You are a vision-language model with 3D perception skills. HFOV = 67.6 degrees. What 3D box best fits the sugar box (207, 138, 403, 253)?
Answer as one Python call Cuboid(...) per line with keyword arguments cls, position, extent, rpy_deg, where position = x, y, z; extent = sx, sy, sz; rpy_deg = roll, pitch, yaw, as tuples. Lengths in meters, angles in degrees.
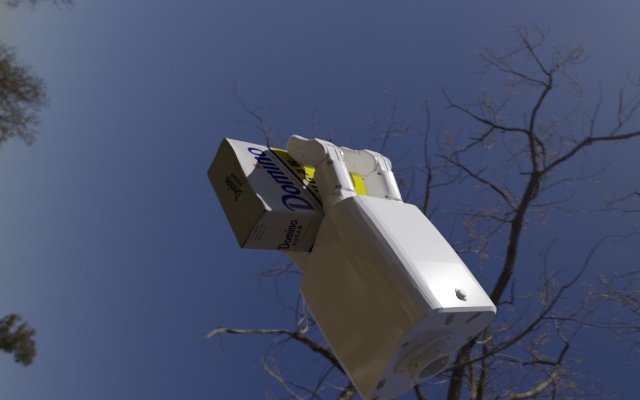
Cuboid(cls="sugar box", position=(0.000, 0.001, 0.415), extent=(0.176, 0.048, 0.093), rpy_deg=(10, 33, -40))
